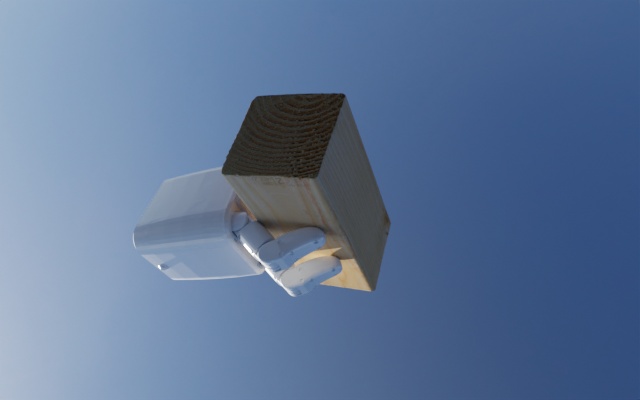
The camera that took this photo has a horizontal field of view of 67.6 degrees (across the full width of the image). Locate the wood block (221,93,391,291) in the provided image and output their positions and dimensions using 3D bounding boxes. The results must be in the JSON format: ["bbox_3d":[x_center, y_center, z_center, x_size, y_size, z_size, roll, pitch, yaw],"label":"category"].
[{"bbox_3d":[0.000,0.001,0.470,0.090,0.090,0.206,4,-32,23],"label":"wood block"}]
